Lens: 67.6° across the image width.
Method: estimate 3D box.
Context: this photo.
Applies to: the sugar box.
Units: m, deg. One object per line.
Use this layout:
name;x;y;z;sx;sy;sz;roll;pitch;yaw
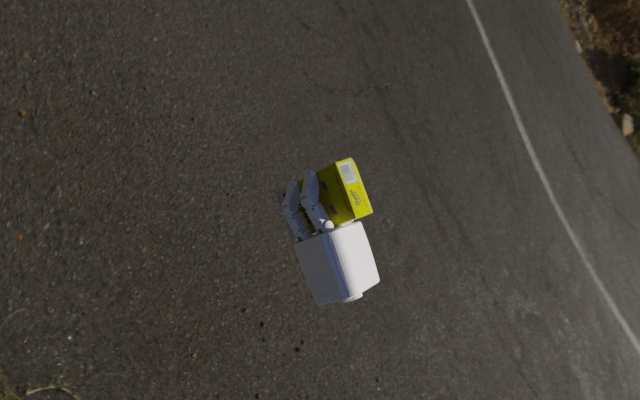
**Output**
sugar box;0.000;0.003;0.784;0.048;0.093;0.176;-16;-5;-41
